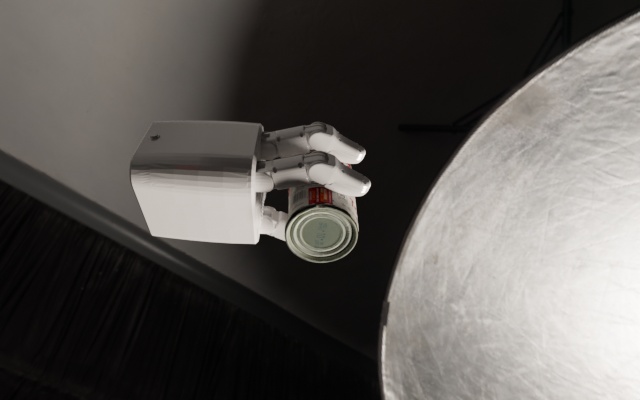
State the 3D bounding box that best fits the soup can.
[{"bbox_3d":[0.001,0.002,0.461,0.068,0.069,0.102,0,36,-1],"label":"soup can"}]
